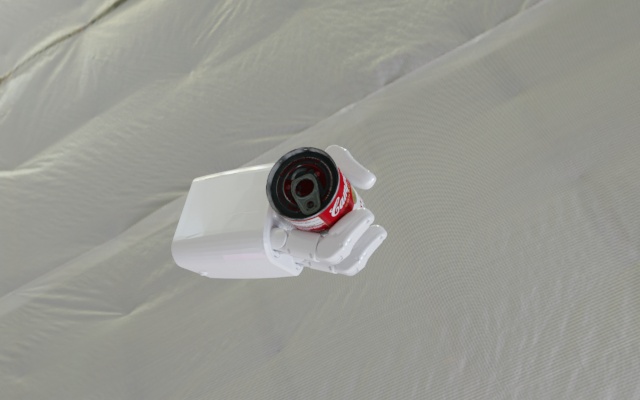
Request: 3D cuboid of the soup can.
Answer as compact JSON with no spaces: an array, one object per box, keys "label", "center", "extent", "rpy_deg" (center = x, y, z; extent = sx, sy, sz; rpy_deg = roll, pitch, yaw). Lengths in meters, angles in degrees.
[{"label":"soup can","center":[0.001,0.001,0.455],"extent":[0.068,0.068,0.102],"rpy_deg":[0,-20,20]}]
